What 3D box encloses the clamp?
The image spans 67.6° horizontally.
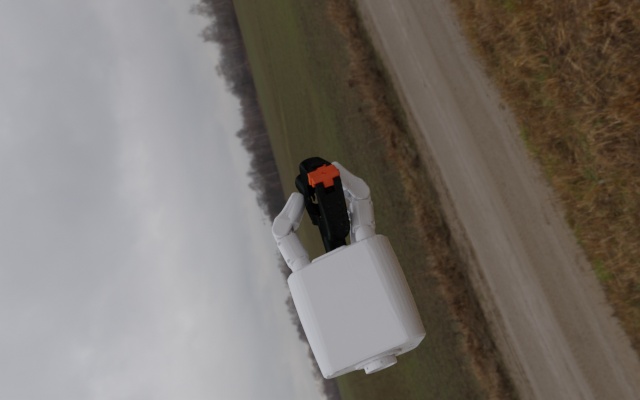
[{"bbox_3d":[-0.001,0.002,0.543,0.036,0.164,0.210,-22,-25,-7],"label":"clamp"}]
